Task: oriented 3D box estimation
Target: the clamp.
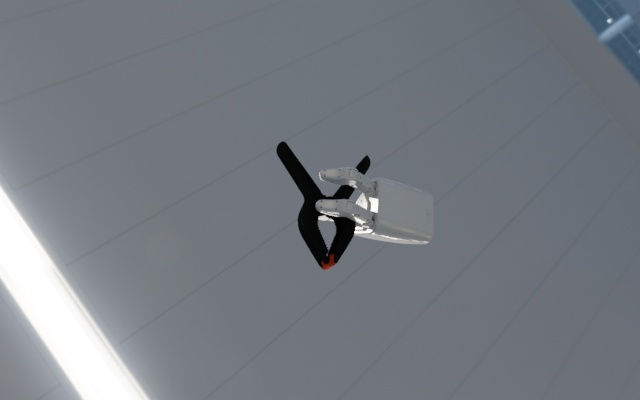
[{"bbox_3d":[0.000,0.003,0.758,0.164,0.210,0.036,13,-26,-16],"label":"clamp"}]
